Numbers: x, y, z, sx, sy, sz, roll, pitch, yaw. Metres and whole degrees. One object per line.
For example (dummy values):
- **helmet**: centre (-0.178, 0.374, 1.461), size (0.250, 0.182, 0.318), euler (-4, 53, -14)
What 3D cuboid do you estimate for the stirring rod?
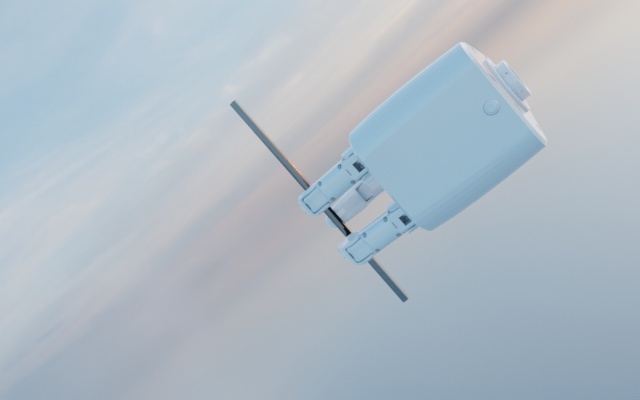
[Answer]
- **stirring rod**: centre (0.000, 0.001, 0.438), size (0.011, 0.239, 0.011), euler (-41, 2, 2)
